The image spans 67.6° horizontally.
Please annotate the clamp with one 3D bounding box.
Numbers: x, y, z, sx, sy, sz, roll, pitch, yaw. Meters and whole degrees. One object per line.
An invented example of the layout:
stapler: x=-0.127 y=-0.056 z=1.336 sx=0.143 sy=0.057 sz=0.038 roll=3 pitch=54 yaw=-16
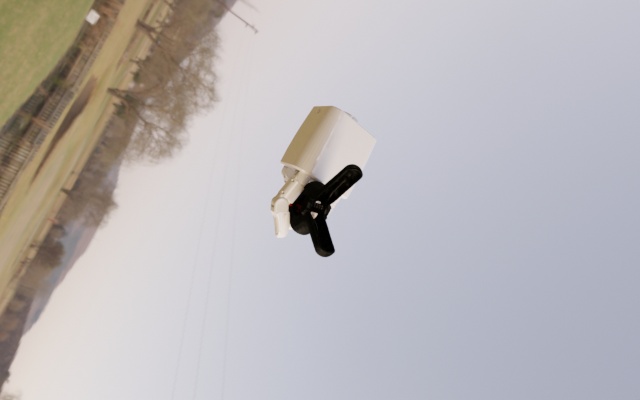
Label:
clamp: x=0.000 y=0.002 z=0.648 sx=0.039 sy=0.120 sz=0.171 roll=30 pitch=-3 yaw=-24
